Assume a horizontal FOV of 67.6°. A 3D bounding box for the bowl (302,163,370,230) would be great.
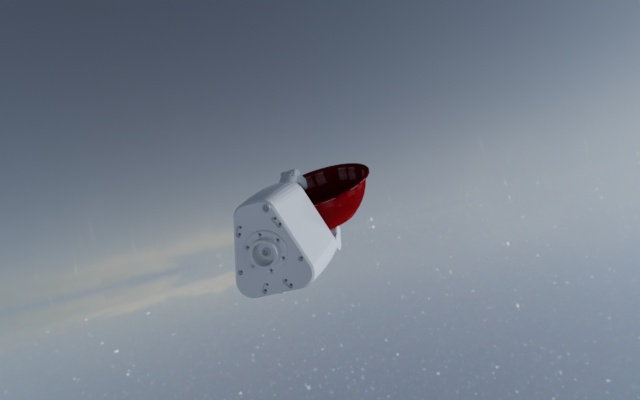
[{"bbox_3d":[0.001,0.002,0.690,0.162,0.055,0.162,-18,19,6],"label":"bowl"}]
